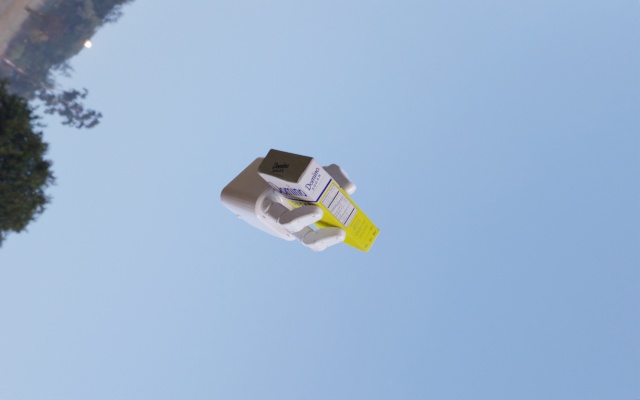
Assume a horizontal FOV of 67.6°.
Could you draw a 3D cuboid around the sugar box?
[{"bbox_3d":[0.000,0.003,0.655,0.093,0.048,0.176,17,-19,47],"label":"sugar box"}]
